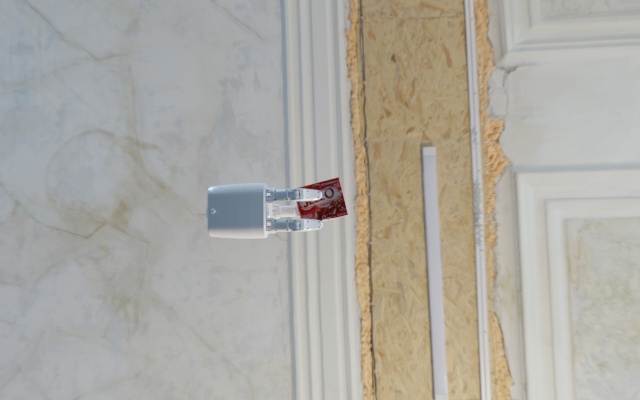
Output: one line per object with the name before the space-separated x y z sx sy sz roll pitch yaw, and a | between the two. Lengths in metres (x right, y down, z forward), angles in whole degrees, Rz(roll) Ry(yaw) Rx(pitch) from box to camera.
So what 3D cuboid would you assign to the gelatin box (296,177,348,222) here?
gelatin box | 0.000 0.003 0.891 0.089 0.073 0.030 -14 -3 -3
